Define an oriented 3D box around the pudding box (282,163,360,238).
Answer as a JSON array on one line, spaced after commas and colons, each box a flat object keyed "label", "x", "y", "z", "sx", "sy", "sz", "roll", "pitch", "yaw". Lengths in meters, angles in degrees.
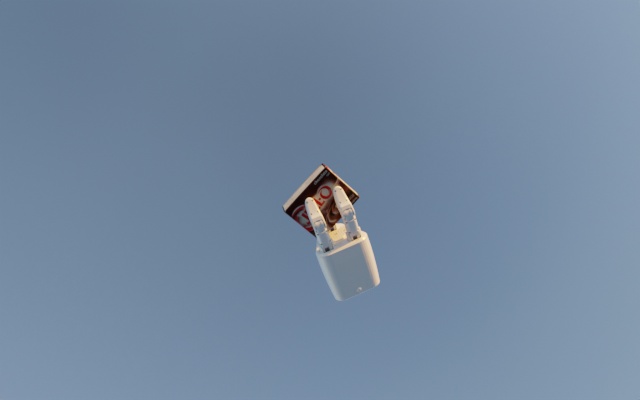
[{"label": "pudding box", "x": 0.000, "y": 0.003, "z": 0.871, "sx": 0.090, "sy": 0.113, "sz": 0.039, "roll": 40, "pitch": 4, "yaw": -22}]
